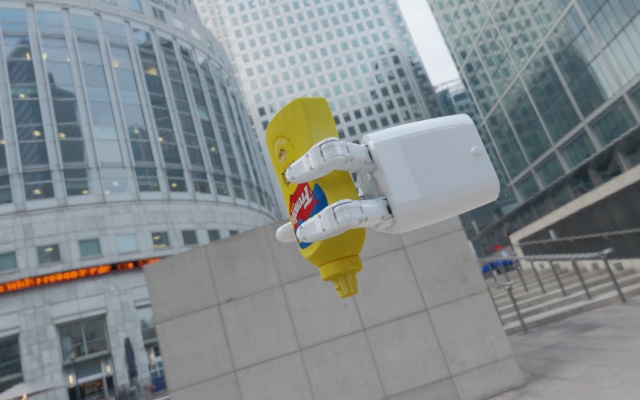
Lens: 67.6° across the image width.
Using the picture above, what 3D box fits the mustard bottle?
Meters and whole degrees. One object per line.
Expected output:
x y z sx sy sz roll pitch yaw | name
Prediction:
0.000 0.001 0.473 0.058 0.191 0.096 -8 -18 -32 | mustard bottle
